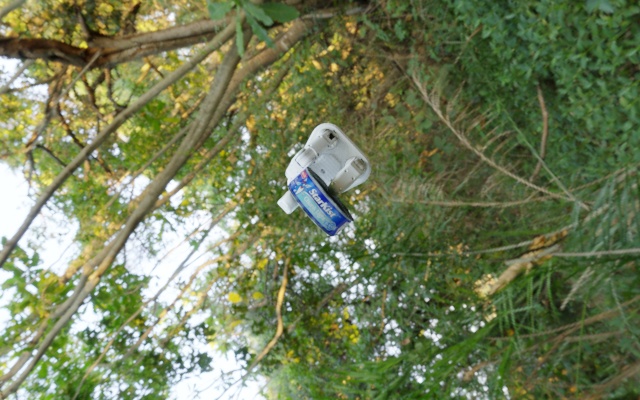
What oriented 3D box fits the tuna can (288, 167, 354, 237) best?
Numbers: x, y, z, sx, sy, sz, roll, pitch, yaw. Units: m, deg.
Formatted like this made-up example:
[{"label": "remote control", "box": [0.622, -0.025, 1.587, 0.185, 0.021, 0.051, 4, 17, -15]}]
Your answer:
[{"label": "tuna can", "box": [0.000, 0.002, 0.576, 0.034, 0.086, 0.086, -41, -6, 6]}]
